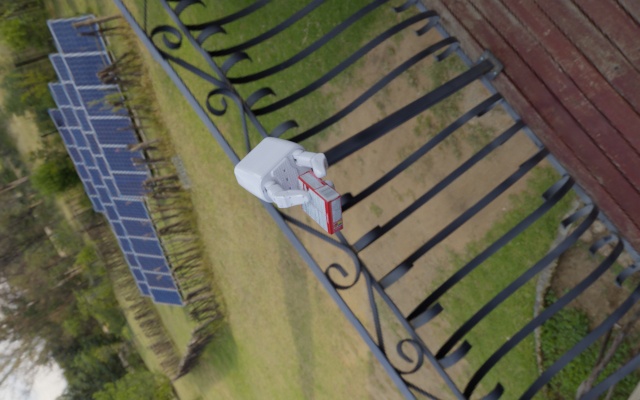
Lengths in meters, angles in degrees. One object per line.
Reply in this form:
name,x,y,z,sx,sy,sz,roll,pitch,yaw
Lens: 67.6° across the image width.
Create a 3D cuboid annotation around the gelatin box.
gelatin box,0.000,0.003,0.787,0.030,0.073,0.089,-27,44,-23
